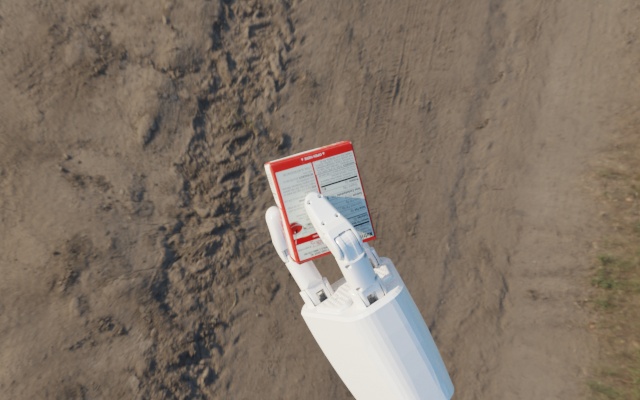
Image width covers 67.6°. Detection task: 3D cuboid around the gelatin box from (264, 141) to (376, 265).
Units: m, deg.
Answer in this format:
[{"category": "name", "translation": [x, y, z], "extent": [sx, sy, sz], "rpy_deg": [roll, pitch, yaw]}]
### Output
[{"category": "gelatin box", "translation": [0.000, 0.001, 0.406], "extent": [0.073, 0.089, 0.030], "rpy_deg": [-17, 10, -14]}]
